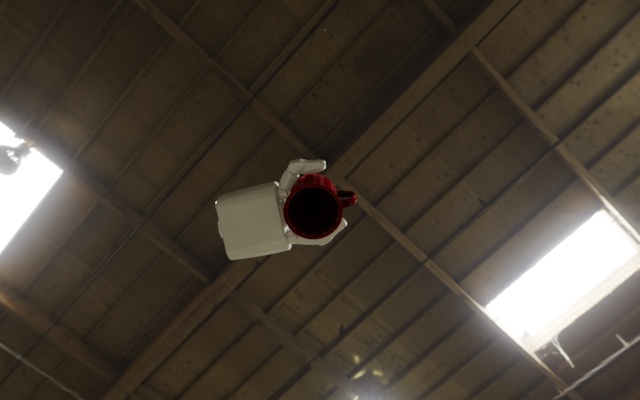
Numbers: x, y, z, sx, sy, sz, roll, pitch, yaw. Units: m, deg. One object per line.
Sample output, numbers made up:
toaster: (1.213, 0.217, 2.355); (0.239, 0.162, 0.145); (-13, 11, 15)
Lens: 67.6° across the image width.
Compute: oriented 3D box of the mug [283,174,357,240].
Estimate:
mug: (0.002, 0.002, 0.776); (0.117, 0.093, 0.081); (-12, 19, 4)
